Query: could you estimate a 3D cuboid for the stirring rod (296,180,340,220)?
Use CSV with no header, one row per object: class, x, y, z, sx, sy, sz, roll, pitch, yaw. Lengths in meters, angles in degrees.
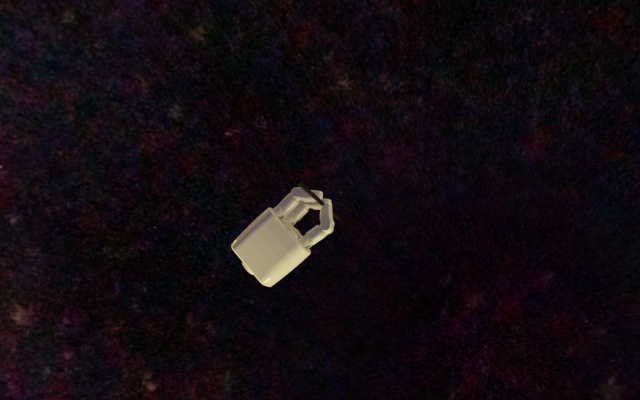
stirring rod,0.000,0.003,0.896,0.011,0.011,0.239,0,-16,19
